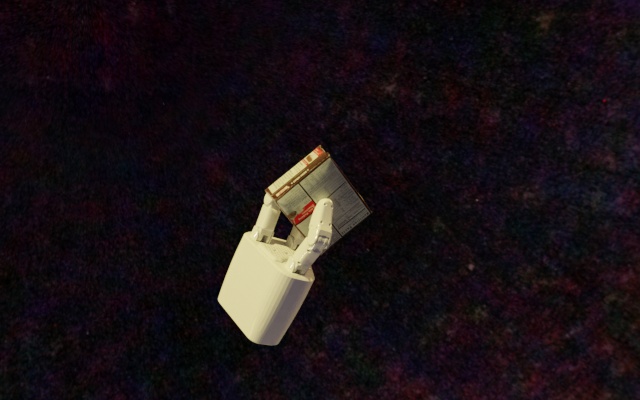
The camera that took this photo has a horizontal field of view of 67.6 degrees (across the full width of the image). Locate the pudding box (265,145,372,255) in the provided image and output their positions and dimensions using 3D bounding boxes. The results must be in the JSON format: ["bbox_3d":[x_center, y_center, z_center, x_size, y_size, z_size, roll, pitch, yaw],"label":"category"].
[{"bbox_3d":[0.000,0.002,0.605,0.090,0.113,0.039,-40,35,-2],"label":"pudding box"}]
